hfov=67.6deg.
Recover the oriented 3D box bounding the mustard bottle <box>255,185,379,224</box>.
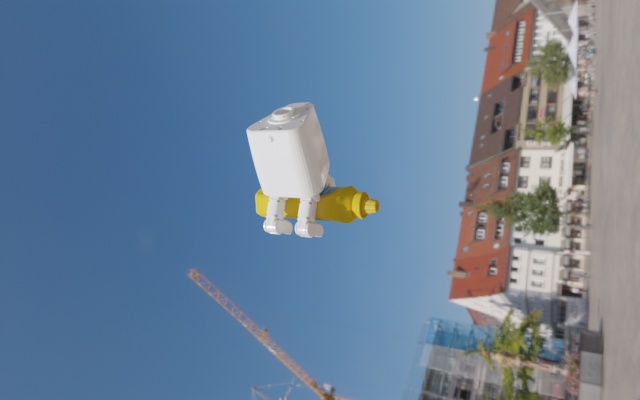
[{"bbox_3d":[0.000,0.003,0.752,0.191,0.058,0.096,3,10,28],"label":"mustard bottle"}]
